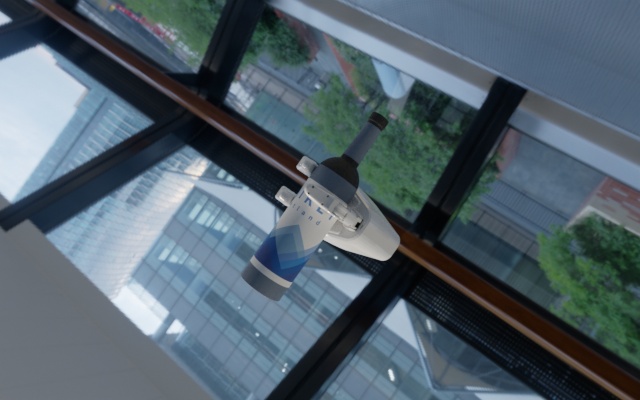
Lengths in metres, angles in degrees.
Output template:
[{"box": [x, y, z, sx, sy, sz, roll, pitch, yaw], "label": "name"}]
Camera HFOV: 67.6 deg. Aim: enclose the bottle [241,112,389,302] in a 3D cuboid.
[{"box": [0.000, 0.002, 0.671, 0.069, 0.295, 0.069, 35, -1, 0], "label": "bottle"}]
